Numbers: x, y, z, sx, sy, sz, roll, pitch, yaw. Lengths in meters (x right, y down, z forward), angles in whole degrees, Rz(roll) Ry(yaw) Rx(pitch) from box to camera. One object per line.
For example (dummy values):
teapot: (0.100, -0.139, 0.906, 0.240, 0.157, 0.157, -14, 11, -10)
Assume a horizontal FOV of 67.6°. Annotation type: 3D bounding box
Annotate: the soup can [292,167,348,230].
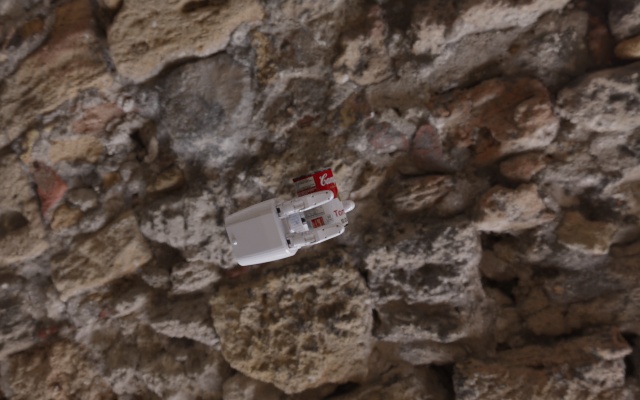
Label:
soup can: (0.001, 0.003, 0.793, 0.068, 0.102, 0.068, -18, 1, 0)
